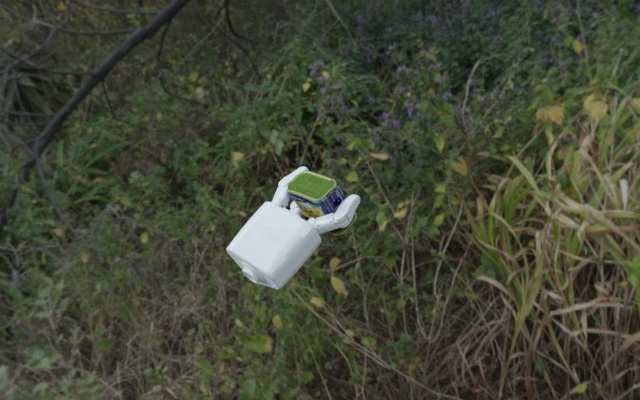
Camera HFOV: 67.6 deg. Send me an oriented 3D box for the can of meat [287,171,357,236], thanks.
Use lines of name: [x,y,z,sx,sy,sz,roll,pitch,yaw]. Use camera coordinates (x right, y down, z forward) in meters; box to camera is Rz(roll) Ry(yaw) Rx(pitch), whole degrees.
can of meat: [0.000,0.002,0.805,0.102,0.057,0.084,20,-29,46]
